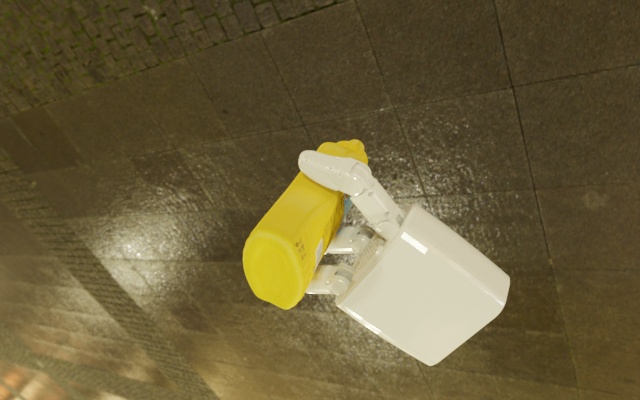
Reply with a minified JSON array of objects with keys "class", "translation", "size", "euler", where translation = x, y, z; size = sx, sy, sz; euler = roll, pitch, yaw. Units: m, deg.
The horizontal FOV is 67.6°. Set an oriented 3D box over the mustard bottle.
[{"class":"mustard bottle","translation":[0.000,0.001,0.447],"size":[0.058,0.096,0.191],"euler":[20,47,15]}]
